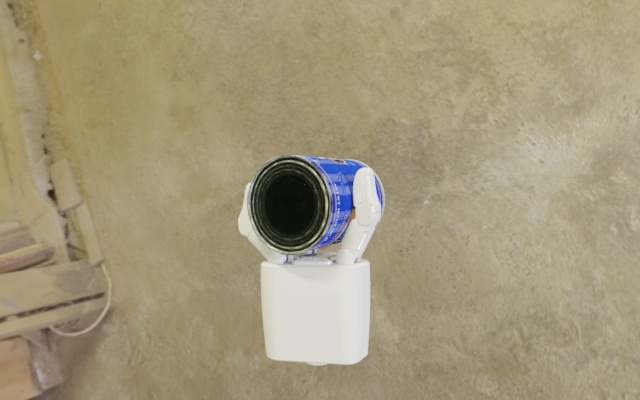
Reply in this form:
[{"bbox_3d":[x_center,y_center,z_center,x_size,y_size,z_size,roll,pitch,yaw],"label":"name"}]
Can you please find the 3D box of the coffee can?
[{"bbox_3d":[0.000,0.002,0.542,0.103,0.103,0.140,0,2,29],"label":"coffee can"}]
